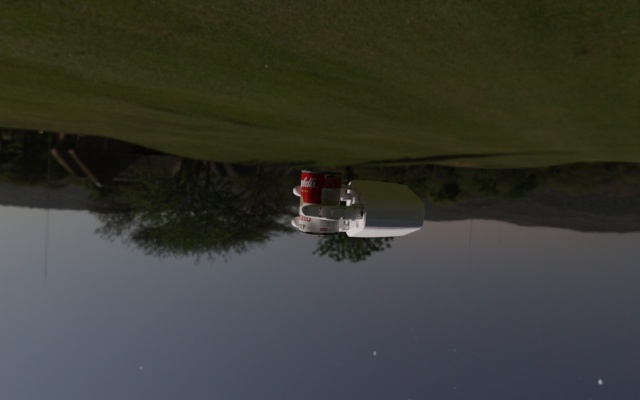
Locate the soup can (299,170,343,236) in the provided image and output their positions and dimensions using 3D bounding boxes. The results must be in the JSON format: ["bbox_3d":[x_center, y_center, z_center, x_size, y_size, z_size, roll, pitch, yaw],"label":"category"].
[{"bbox_3d":[0.000,0.003,0.787,0.068,0.102,0.068,3,4,0],"label":"soup can"}]
